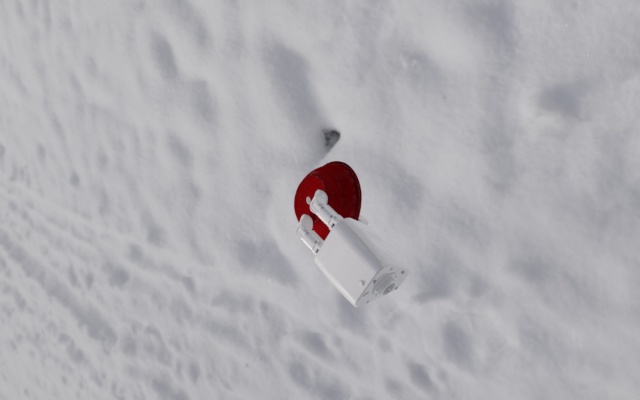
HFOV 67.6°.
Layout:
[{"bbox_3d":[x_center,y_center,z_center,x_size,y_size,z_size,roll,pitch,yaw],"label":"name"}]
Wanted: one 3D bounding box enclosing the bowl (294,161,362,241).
[{"bbox_3d":[-0.001,0.002,0.869,0.055,0.162,0.162,10,-6,-39],"label":"bowl"}]
